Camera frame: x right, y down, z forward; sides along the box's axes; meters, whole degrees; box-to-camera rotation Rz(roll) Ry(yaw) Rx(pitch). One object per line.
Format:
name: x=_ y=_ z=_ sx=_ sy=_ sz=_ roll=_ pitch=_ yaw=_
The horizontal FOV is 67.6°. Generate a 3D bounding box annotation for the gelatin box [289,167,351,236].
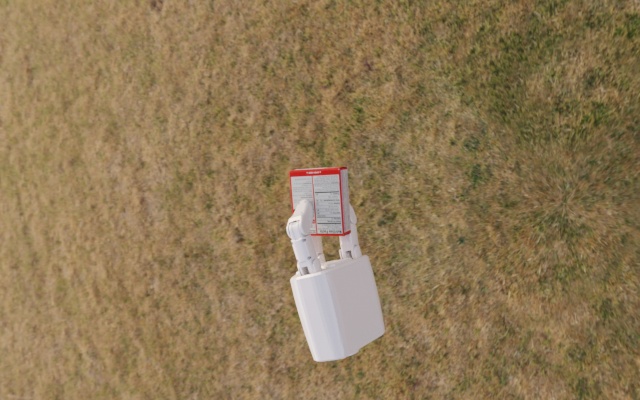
gelatin box: x=0.000 y=0.002 z=0.626 sx=0.073 sy=0.089 sz=0.030 roll=-2 pitch=7 yaw=25
